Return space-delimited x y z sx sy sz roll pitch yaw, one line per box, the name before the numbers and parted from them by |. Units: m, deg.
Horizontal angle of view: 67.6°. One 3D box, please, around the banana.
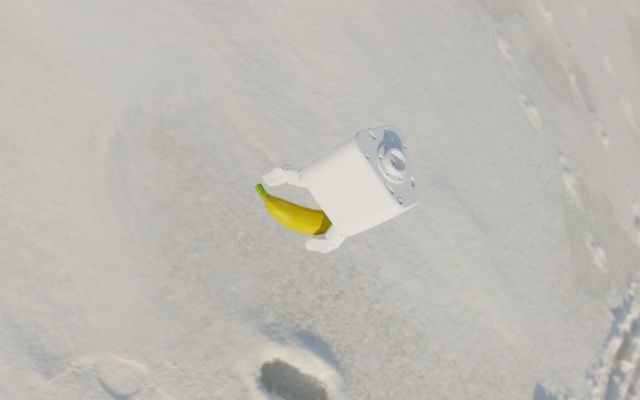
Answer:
banana | -0.001 0.019 0.706 0.198 0.069 0.037 11 -27 -33
